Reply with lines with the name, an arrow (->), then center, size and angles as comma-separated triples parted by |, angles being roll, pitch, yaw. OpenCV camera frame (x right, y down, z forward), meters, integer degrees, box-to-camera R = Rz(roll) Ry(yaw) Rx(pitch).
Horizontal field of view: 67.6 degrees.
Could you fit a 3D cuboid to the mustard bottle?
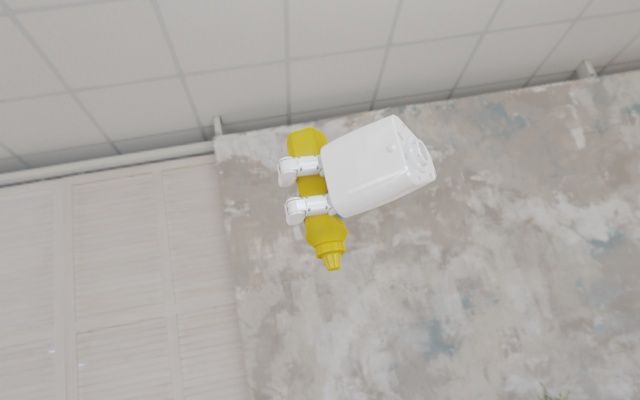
mustard bottle -> 0.000, 0.002, 0.658 | 0.058, 0.191, 0.096 | -14, -19, 6
